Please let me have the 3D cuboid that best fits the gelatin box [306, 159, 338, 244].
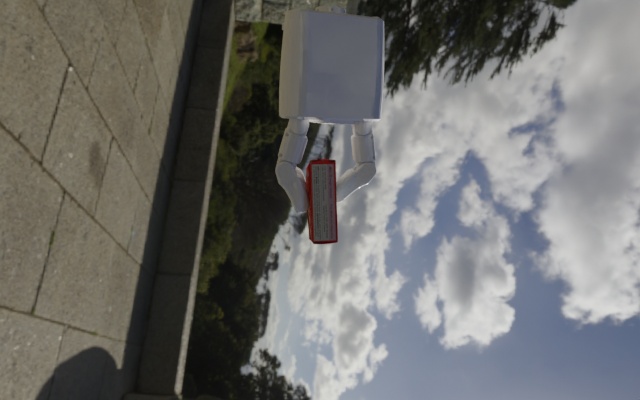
[{"bbox_3d":[0.001,0.002,0.529,0.030,0.089,0.073,-3,-1,-5],"label":"gelatin box"}]
